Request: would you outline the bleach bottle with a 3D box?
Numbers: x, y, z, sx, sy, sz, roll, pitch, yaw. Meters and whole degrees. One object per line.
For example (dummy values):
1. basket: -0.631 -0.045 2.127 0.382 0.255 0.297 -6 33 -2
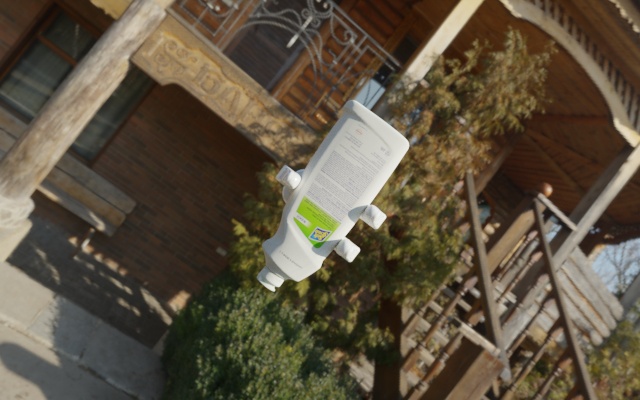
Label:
1. bleach bottle: 0.000 0.002 0.609 0.102 0.251 0.068 38 -1 4
